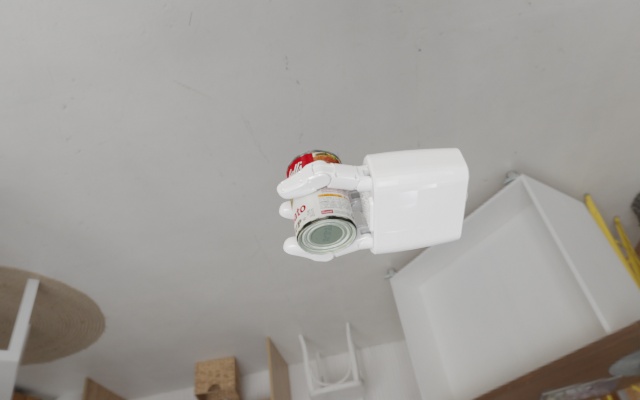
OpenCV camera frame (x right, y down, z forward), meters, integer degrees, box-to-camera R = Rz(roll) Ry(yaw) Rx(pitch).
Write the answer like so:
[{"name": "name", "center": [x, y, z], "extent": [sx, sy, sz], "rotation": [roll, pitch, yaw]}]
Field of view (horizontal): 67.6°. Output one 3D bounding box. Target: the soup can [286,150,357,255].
[{"name": "soup can", "center": [0.000, 0.002, 0.542], "extent": [0.068, 0.102, 0.069], "rotation": [-7, -40, -5]}]
